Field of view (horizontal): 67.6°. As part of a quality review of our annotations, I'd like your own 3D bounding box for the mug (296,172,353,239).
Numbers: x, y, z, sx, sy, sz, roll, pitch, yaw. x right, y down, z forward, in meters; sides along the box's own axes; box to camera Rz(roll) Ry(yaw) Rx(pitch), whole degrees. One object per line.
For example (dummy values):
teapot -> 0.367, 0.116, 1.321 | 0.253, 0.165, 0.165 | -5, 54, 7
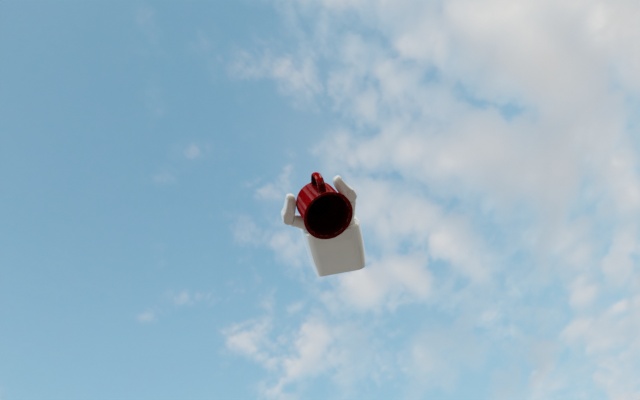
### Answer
mug -> 0.000, 0.002, 0.882 | 0.093, 0.117, 0.081 | -18, 26, -11
